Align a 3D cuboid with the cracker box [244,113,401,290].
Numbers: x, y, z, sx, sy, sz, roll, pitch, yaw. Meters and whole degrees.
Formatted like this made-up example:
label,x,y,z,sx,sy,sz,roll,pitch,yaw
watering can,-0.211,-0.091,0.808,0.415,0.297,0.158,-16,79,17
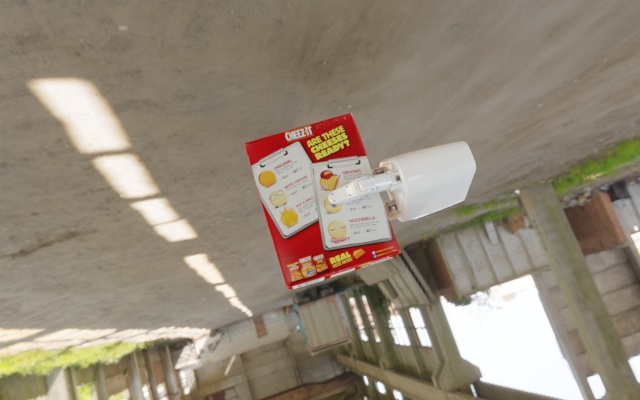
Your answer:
label,x,y,z,sx,sy,sz,roll,pitch,yaw
cracker box,0.000,0.002,0.686,0.164,0.213,0.072,-17,-13,-6
